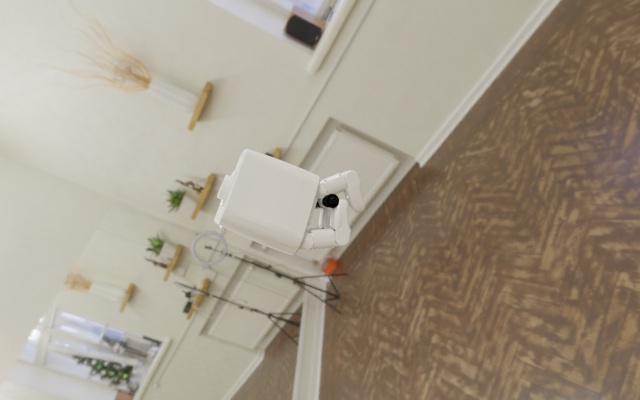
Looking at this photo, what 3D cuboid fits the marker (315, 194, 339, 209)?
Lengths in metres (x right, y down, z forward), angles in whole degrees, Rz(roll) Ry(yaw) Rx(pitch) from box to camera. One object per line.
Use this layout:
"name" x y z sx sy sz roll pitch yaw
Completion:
"marker" 0.000 0.002 0.662 0.020 0.020 0.121 0 -2 -16
